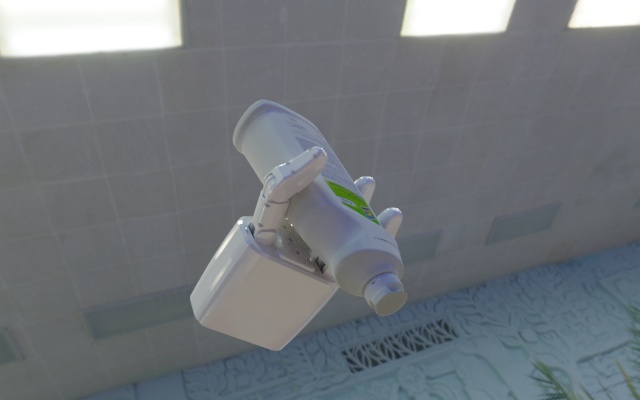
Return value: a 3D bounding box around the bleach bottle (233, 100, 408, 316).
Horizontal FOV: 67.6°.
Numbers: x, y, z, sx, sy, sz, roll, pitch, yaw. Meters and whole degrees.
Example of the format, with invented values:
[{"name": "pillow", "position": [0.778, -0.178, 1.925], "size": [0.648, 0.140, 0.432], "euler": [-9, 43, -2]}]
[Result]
[{"name": "bleach bottle", "position": [0.000, 0.001, 0.449], "size": [0.102, 0.068, 0.250], "euler": [19, 26, -39]}]
